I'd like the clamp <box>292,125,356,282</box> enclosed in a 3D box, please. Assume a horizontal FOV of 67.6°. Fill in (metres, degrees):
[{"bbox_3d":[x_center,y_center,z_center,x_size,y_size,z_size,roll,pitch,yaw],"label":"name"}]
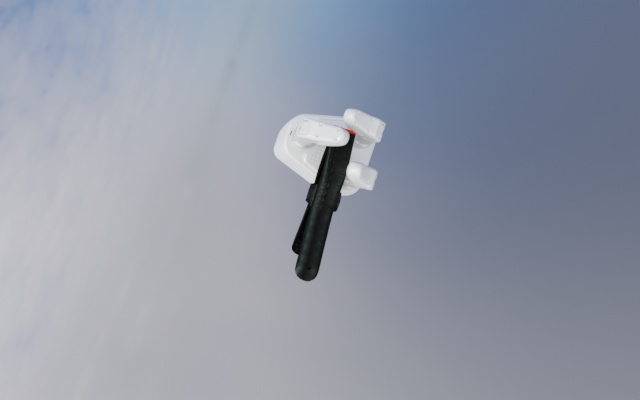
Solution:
[{"bbox_3d":[0.000,0.001,0.550,0.039,0.171,0.120,20,-3,-13],"label":"clamp"}]
